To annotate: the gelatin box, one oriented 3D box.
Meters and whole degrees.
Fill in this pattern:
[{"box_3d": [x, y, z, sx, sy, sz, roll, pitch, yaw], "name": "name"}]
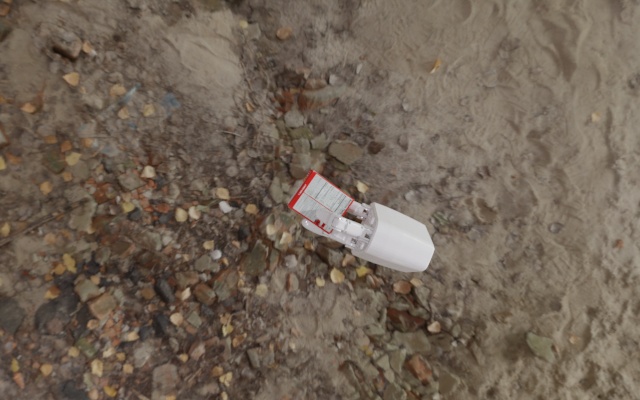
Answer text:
[{"box_3d": [0.000, 0.003, 0.800, 0.089, 0.073, 0.030, 35, 2, -13], "name": "gelatin box"}]
